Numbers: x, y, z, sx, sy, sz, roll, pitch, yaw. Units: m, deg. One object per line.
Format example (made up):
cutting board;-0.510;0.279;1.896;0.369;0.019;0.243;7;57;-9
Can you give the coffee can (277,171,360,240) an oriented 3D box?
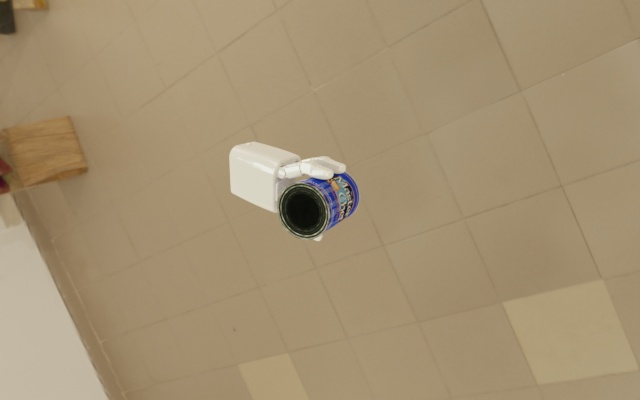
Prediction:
coffee can;0.000;0.003;0.874;0.103;0.103;0.140;0;13;27
